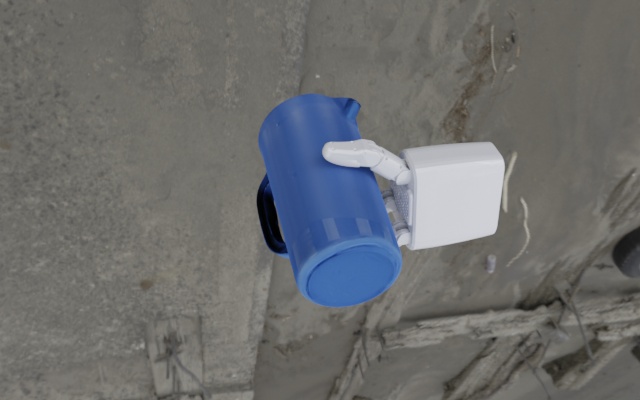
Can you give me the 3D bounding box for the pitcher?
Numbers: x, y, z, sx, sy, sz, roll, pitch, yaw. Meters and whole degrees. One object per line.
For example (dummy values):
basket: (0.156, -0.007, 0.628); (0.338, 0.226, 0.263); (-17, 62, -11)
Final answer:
pitcher: (0.000, 0.002, 0.553); (0.145, 0.149, 0.242); (-7, 44, -8)
